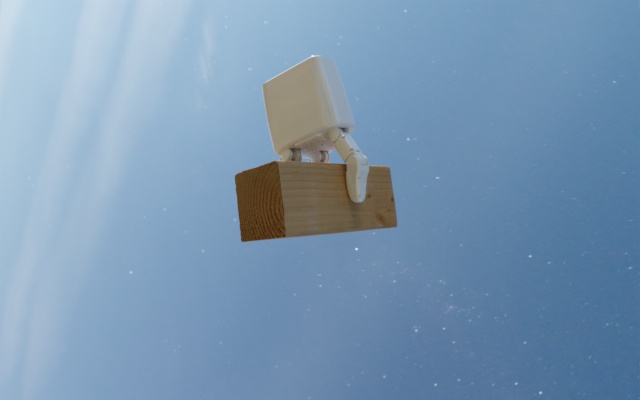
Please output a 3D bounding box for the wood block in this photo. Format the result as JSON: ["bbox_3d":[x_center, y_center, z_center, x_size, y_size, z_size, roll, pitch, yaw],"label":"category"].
[{"bbox_3d":[0.000,0.002,0.638,0.206,0.090,0.091,-2,-7,-44],"label":"wood block"}]
